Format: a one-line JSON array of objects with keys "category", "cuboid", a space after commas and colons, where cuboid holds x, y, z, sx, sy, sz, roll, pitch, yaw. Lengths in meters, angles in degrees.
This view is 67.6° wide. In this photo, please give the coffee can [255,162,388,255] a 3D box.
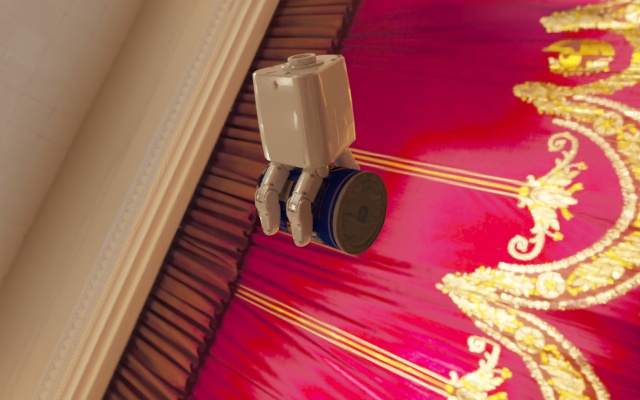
[{"category": "coffee can", "cuboid": [0.000, 0.002, 0.614, 0.140, 0.103, 0.103, 15, 10, 39]}]
